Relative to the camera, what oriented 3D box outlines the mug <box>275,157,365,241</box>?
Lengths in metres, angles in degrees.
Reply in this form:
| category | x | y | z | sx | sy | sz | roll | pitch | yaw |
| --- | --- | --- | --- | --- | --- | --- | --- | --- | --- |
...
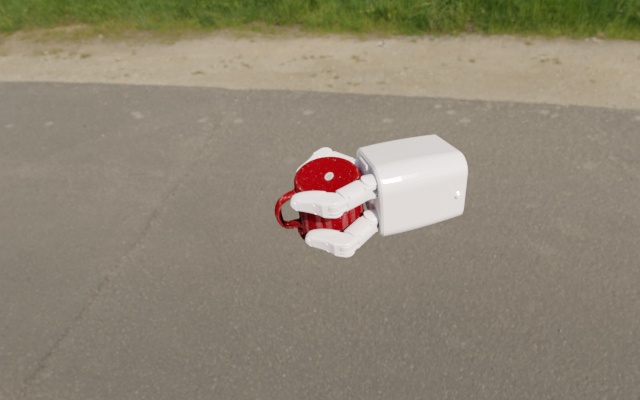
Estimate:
| category | x | y | z | sx | sy | sz | roll | pitch | yaw |
| --- | --- | --- | --- | --- | --- | --- | --- | --- | --- |
| mug | -0.001 | 0.002 | 0.594 | 0.117 | 0.082 | 0.093 | -13 | 41 | -5 |
